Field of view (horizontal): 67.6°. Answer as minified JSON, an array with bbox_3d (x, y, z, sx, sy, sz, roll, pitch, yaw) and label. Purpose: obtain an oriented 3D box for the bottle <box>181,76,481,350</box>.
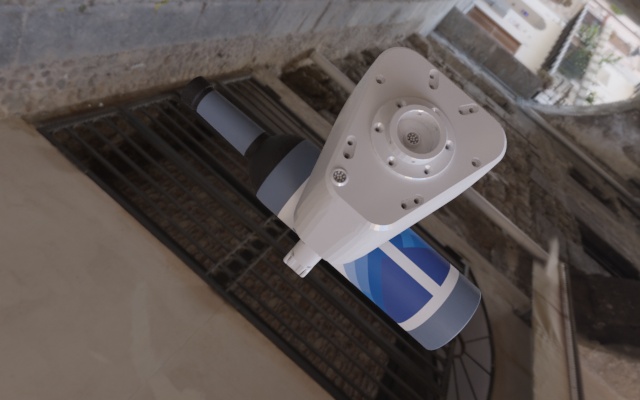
[{"bbox_3d":[0.000,0.002,0.403,0.295,0.069,0.069,42,2,2],"label":"bottle"}]
